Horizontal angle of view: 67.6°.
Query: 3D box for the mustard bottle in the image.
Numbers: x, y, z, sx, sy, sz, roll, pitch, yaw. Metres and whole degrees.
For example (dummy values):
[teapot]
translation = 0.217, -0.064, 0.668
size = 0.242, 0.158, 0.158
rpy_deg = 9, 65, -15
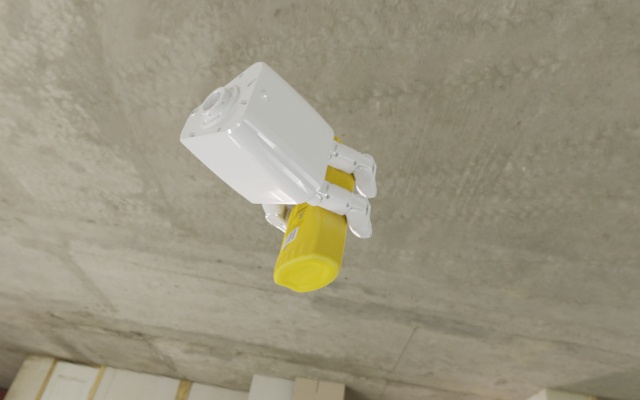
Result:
[mustard bottle]
translation = 0.000, 0.002, 0.542
size = 0.058, 0.191, 0.096
rpy_deg = 24, -36, -17
